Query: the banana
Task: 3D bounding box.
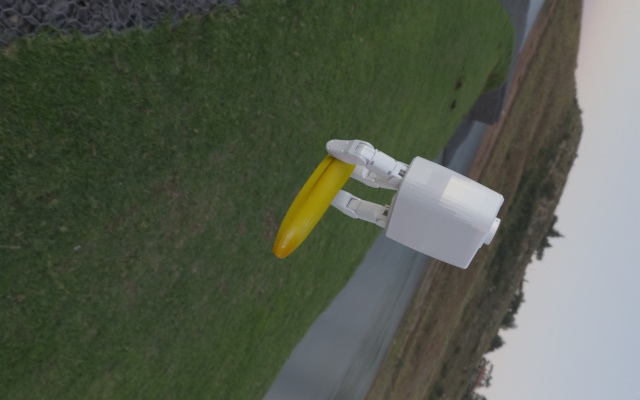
[{"bbox_3d":[0.005,-0.013,0.573,0.037,0.070,0.197,26,47,12],"label":"banana"}]
